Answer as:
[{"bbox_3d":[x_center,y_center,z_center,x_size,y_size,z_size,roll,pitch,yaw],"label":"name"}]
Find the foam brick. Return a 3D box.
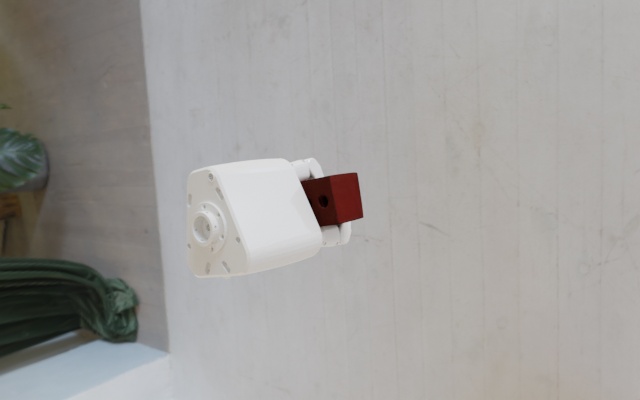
[{"bbox_3d":[0.000,0.002,0.532,0.078,0.053,0.051,-10,0,37],"label":"foam brick"}]
